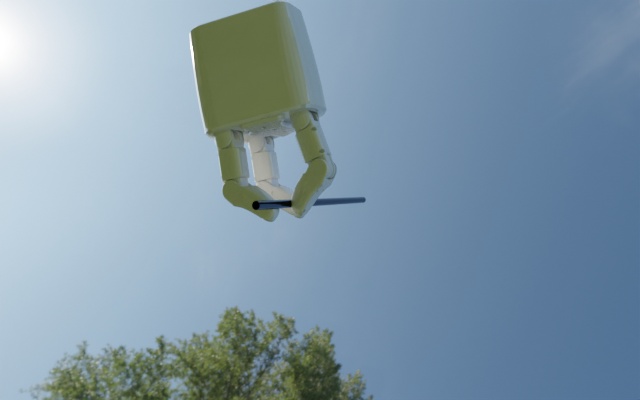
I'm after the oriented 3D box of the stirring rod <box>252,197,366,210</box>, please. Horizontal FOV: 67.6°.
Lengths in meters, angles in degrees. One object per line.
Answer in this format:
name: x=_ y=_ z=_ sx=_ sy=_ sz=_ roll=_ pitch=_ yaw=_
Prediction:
stirring rod: x=0.000 y=0.002 z=0.511 sx=0.011 sy=0.011 sz=0.239 roll=0 pitch=1 yaw=27
